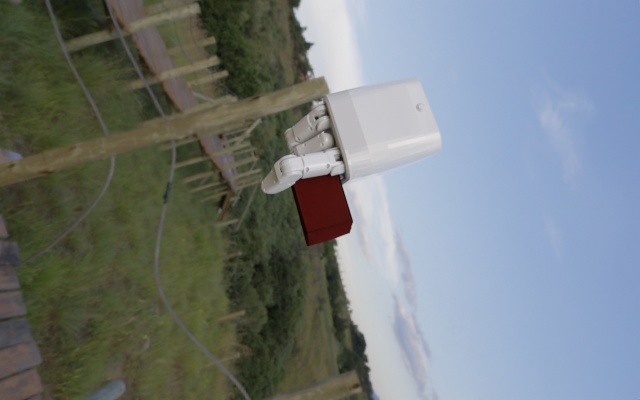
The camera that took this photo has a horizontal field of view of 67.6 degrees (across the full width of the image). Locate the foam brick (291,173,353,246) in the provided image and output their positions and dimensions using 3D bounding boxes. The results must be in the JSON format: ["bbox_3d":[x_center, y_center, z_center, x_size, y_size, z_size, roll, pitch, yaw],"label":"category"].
[{"bbox_3d":[0.000,0.002,0.522,0.051,0.078,0.053,-14,-18,-7],"label":"foam brick"}]
